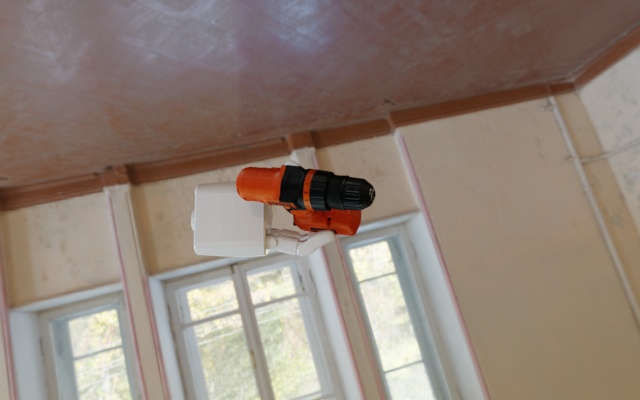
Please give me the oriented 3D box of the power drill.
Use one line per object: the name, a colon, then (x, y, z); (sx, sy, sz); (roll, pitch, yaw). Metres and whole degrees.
power drill: (0.000, 0.002, 0.665); (0.184, 0.057, 0.188); (8, -14, 21)
